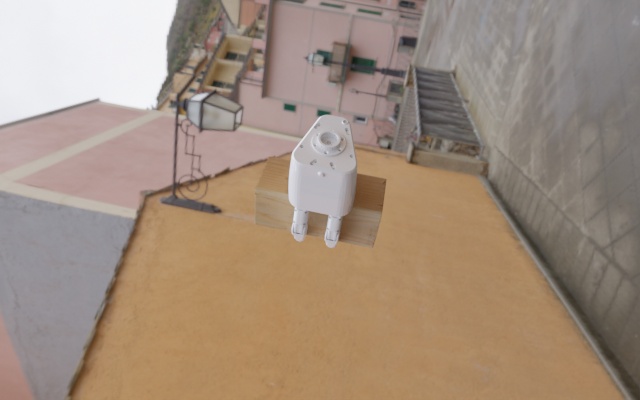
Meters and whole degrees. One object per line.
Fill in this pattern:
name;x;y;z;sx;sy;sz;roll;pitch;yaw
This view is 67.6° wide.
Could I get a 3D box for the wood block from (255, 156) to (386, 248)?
wood block;0.000;0.002;0.815;0.206;0.090;0.090;12;45;4
